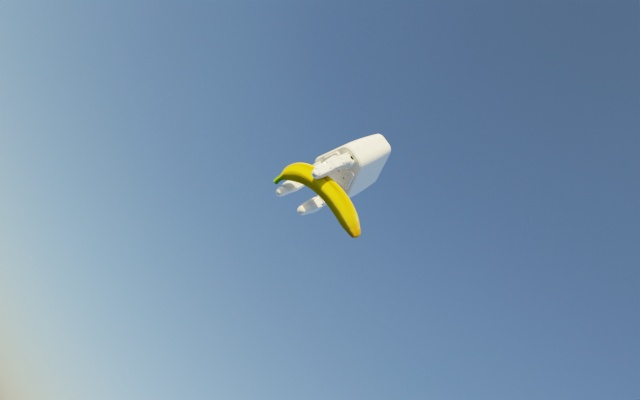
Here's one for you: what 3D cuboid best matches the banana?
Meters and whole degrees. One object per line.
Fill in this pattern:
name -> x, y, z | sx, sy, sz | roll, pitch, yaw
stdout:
banana -> 0.002, -0.014, 0.836 | 0.197, 0.070, 0.037 | 36, 39, 25
